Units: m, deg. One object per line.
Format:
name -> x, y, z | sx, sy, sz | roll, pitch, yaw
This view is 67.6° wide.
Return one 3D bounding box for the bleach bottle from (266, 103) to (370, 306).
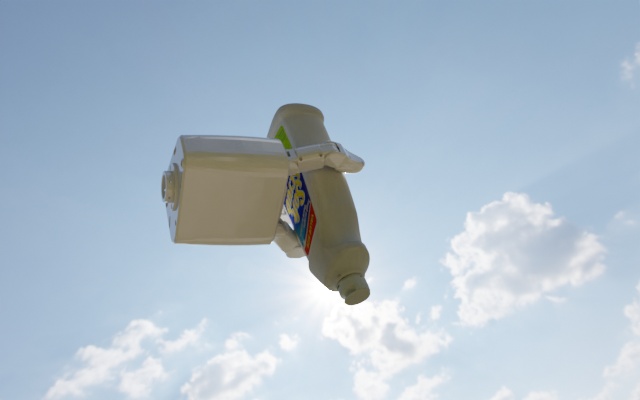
bleach bottle -> 0.000, 0.002, 0.546 | 0.068, 0.103, 0.250 | 1, 44, -28
